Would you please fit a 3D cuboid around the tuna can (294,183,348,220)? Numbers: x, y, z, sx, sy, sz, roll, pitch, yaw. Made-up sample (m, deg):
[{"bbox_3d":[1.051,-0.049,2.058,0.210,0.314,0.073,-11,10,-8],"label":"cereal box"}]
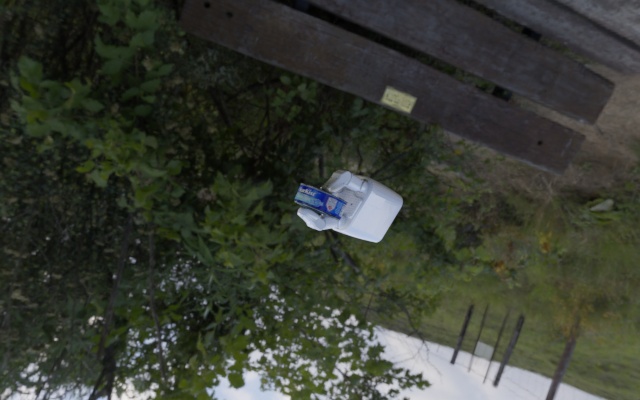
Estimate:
[{"bbox_3d":[0.000,0.003,0.802,0.086,0.034,0.086,22,-4,1],"label":"tuna can"}]
